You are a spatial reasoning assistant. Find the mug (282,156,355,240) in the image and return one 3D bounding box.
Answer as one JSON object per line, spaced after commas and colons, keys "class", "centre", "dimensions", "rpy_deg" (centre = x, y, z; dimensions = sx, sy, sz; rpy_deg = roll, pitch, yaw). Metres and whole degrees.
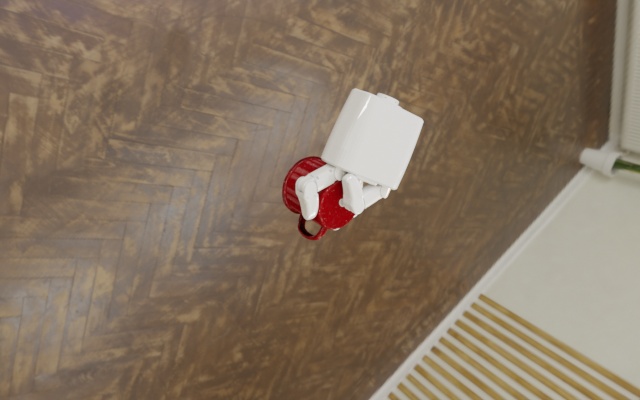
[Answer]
{"class": "mug", "centre": [0.000, 0.004, 0.696], "dimensions": [0.093, 0.117, 0.081], "rpy_deg": [14, 11, -44]}
